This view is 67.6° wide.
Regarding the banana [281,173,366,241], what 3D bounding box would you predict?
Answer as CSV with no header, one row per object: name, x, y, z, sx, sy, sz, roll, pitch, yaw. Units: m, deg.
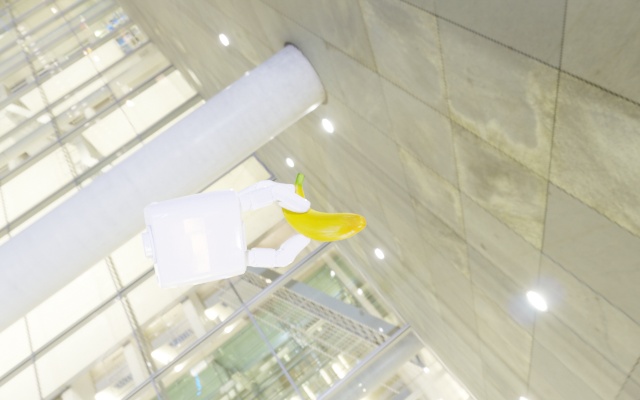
banana,-0.010,0.017,0.653,0.037,0.069,0.197,22,9,-34
